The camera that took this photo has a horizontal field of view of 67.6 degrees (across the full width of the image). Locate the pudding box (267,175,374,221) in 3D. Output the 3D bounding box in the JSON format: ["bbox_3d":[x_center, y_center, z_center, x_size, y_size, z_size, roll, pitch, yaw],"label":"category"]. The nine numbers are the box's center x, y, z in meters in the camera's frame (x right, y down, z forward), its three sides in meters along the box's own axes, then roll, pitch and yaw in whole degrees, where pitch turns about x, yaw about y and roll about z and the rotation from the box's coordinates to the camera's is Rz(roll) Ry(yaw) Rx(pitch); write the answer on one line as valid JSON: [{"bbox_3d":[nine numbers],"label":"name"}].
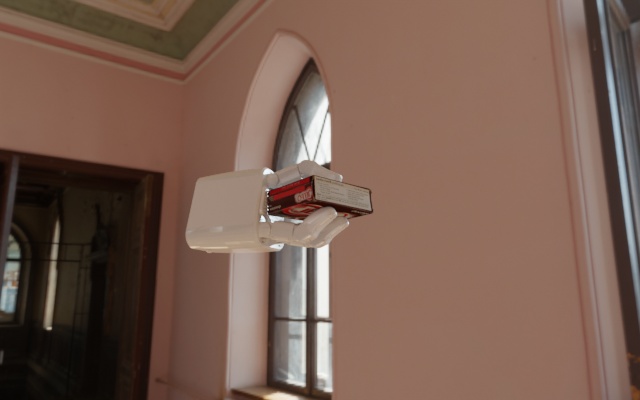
[{"bbox_3d":[0.000,0.002,0.631,0.113,0.039,0.090,9,-17,-44],"label":"pudding box"}]
